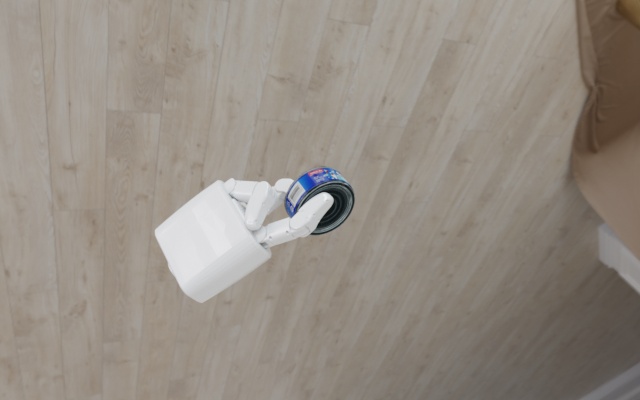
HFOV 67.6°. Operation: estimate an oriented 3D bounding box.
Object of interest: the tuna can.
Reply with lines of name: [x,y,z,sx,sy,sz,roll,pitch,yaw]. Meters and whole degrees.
tuna can: [0.000,0.002,0.601,0.086,0.086,0.033,0,35,-32]
